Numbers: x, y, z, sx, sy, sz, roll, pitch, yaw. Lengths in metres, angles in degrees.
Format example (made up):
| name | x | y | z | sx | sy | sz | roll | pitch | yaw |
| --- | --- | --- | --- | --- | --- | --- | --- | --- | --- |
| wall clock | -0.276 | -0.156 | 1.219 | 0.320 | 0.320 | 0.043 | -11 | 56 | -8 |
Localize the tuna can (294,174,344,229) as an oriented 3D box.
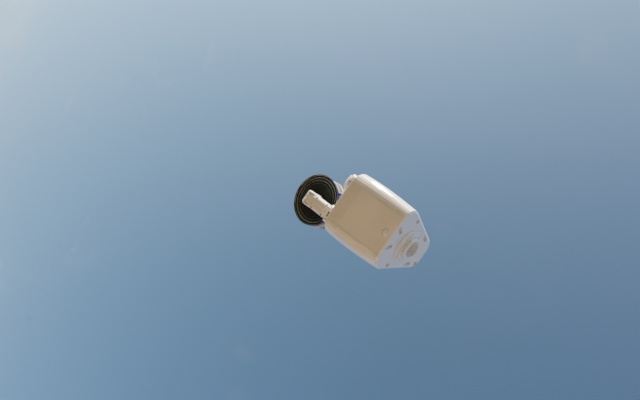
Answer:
| name | x | y | z | sx | sy | sz | roll | pitch | yaw |
| --- | --- | --- | --- | --- | --- | --- | --- | --- | --- |
| tuna can | 0.000 | 0.003 | 0.784 | 0.086 | 0.086 | 0.034 | 0 | -15 | 35 |
